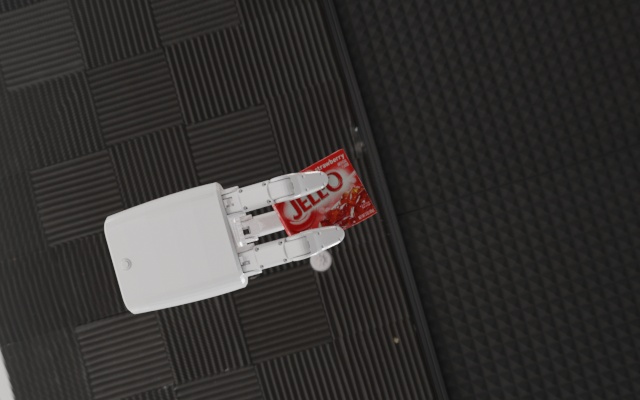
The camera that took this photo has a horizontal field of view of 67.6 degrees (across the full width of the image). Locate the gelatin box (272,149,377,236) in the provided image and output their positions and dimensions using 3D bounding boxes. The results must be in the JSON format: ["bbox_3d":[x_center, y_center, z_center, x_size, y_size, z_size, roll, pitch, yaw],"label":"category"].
[{"bbox_3d":[0.000,0.001,0.479,0.089,0.073,0.030,-29,1,-10],"label":"gelatin box"}]
